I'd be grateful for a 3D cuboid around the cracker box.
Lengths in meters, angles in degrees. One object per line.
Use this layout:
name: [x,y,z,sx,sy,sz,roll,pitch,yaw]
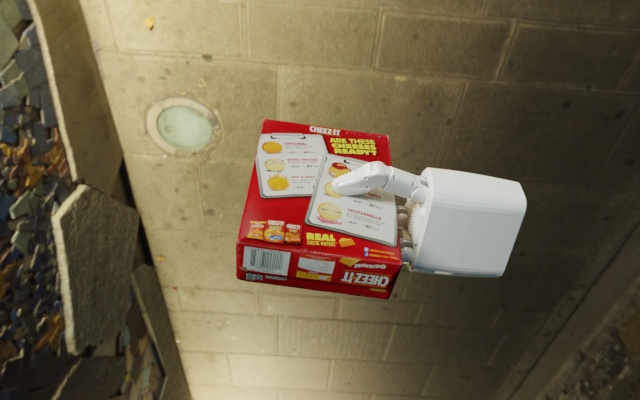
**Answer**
cracker box: [0.000,0.002,0.551,0.164,0.072,0.213,8,42,-4]
